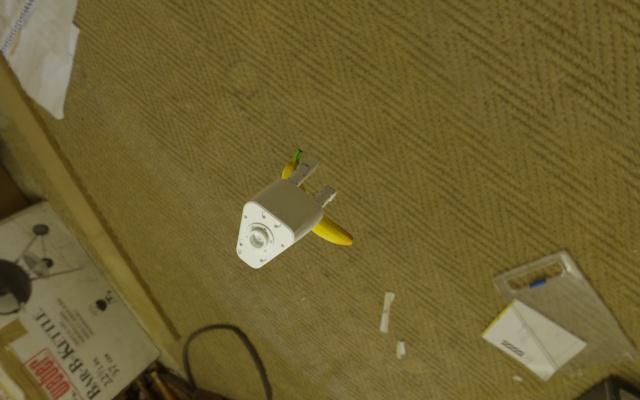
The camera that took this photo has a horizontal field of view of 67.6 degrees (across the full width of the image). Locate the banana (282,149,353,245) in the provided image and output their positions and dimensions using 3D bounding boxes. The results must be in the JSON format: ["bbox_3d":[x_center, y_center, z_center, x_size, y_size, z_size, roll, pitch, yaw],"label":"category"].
[{"bbox_3d":[-0.017,0.008,0.868,0.069,0.198,0.037,-29,5,22],"label":"banana"}]
